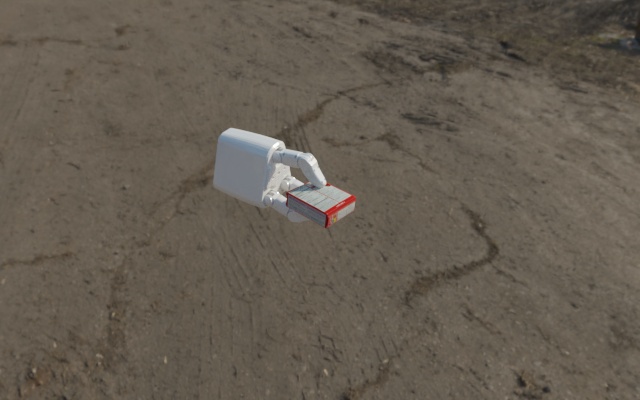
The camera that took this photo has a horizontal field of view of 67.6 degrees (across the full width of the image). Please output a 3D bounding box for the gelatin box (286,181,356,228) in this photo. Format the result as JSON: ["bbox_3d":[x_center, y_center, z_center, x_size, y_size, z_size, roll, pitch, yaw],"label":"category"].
[{"bbox_3d":[0.000,0.002,0.766,0.089,0.030,0.073,27,38,32],"label":"gelatin box"}]
